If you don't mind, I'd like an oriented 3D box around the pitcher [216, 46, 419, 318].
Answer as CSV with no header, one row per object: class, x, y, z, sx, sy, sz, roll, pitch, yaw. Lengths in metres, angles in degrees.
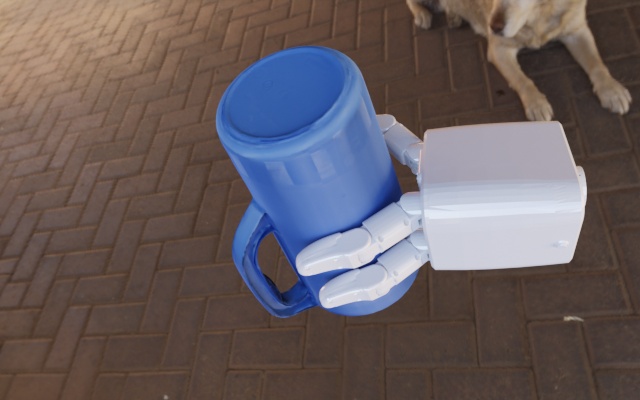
pitcher,0.000,0.001,0.413,0.145,0.149,0.243,-2,-35,18
